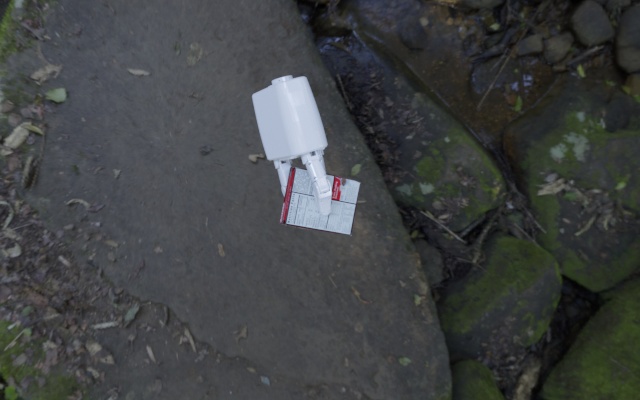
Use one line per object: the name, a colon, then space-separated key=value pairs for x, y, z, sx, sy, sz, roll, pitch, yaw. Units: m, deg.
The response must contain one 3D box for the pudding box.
pudding box: x=0.000 y=0.002 z=0.738 sx=0.113 sy=0.090 sz=0.039 roll=11 pitch=0 yaw=-17
